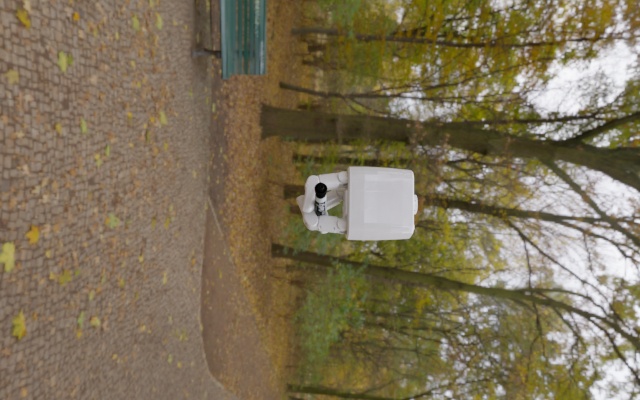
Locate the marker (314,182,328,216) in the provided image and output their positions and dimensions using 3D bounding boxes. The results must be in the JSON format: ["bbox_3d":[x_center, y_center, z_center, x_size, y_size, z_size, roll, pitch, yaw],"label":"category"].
[{"bbox_3d":[0.000,0.002,0.735,0.020,0.020,0.121,0,-22,-1],"label":"marker"}]
